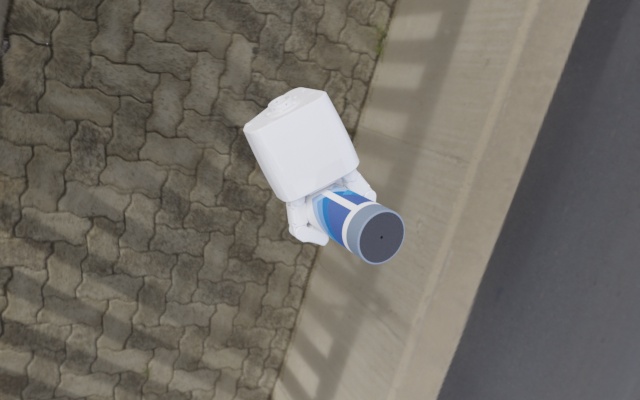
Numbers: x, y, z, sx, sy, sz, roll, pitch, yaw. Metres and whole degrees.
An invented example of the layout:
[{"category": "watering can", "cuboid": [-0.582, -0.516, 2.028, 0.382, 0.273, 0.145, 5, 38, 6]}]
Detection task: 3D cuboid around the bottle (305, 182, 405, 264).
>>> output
[{"category": "bottle", "cuboid": [0.000, 0.002, 0.667, 0.069, 0.069, 0.295, 0, 16, -30]}]
